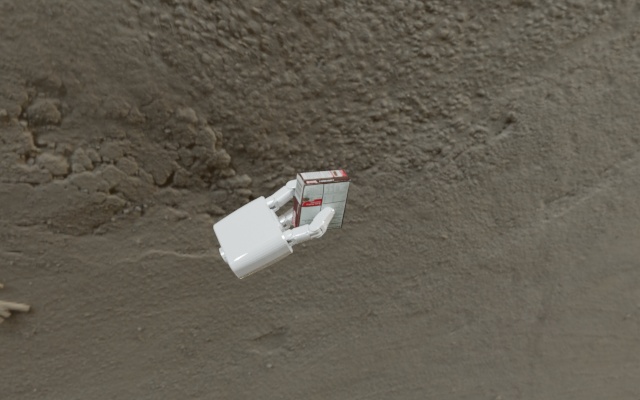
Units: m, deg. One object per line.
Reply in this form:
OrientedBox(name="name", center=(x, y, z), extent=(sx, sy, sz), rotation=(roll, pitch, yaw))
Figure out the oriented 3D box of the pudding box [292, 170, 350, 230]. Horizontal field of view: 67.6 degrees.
OrientedBox(name="pudding box", center=(0.000, 0.003, 0.857), extent=(0.090, 0.114, 0.039), rotation=(-7, 40, -21))
